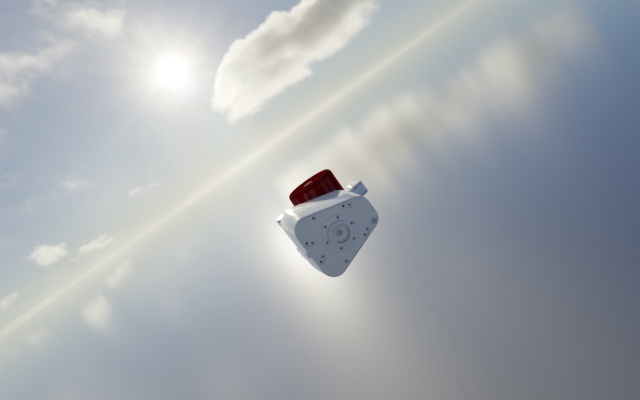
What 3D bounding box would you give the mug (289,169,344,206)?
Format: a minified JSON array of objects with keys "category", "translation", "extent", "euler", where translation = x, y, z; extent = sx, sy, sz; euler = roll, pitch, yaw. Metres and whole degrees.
[{"category":"mug","translation":[0.000,0.002,0.780],"extent":[0.093,0.081,0.117],"euler":[-37,11,-9]}]
